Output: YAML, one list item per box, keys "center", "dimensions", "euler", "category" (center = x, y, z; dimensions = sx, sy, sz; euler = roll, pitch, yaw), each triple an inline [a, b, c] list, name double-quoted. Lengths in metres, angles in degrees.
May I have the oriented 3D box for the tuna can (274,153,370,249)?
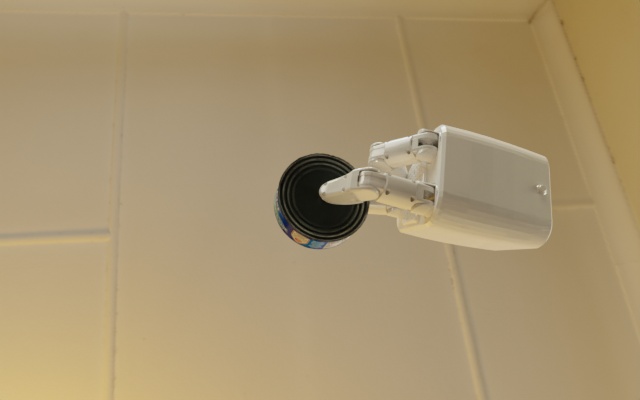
- center: [0.000, 0.002, 0.446]
  dimensions: [0.086, 0.086, 0.034]
  euler: [0, -20, -15]
  category: "tuna can"
